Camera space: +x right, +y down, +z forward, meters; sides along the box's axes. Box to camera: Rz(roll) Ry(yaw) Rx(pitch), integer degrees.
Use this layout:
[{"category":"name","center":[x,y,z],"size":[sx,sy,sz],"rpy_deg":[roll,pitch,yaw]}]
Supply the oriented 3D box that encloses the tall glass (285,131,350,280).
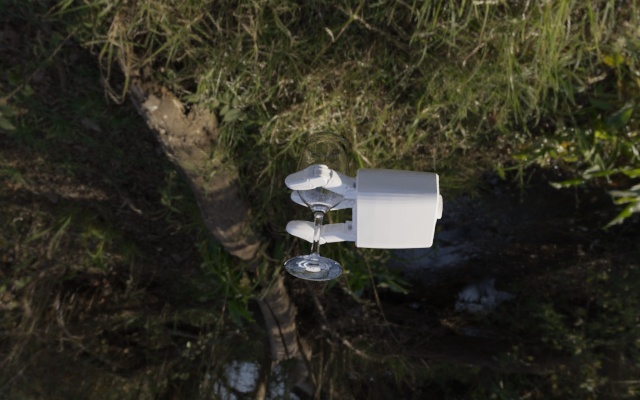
[{"category":"tall glass","center":[0.000,0.003,0.656],"size":[0.079,0.201,0.079],"rpy_deg":[4,-31,2]}]
